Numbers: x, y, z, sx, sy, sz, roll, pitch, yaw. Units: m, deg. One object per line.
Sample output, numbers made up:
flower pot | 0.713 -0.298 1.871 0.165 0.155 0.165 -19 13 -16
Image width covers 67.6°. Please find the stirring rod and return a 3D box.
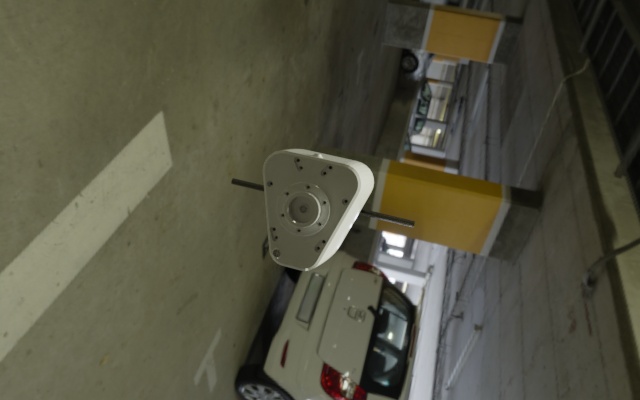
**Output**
stirring rod | 0.000 0.002 0.608 0.239 0.011 0.011 13 2 9
